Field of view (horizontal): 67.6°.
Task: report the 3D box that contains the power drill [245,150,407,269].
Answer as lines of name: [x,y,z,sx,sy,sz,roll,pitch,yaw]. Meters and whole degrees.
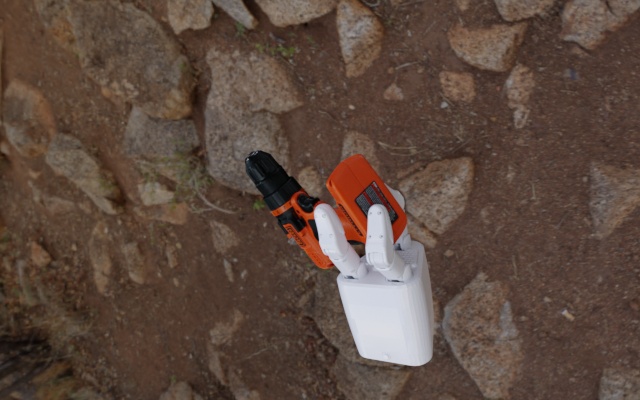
power drill: [0.000,0.002,0.566,0.057,0.184,0.187,-46,15,-26]
